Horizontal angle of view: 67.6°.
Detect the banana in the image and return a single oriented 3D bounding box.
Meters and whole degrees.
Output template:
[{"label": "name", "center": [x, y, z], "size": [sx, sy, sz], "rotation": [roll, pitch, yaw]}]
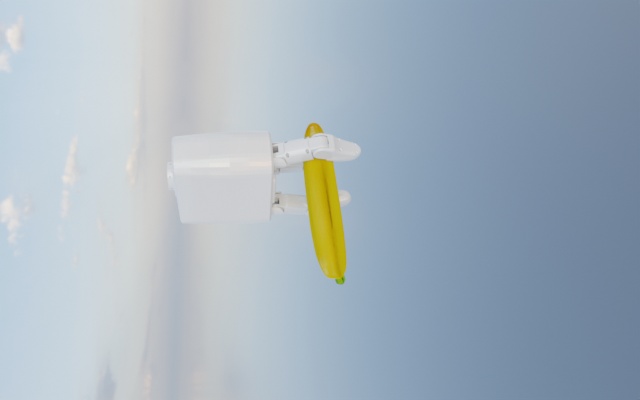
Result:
[{"label": "banana", "center": [0.002, 0.005, 0.547], "size": [0.037, 0.198, 0.069], "rotation": [-8, 1, -6]}]
